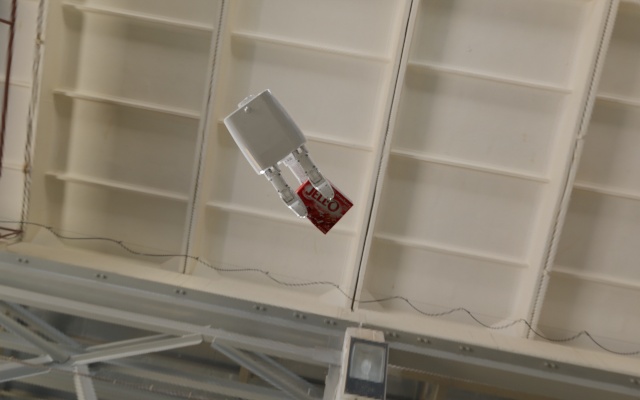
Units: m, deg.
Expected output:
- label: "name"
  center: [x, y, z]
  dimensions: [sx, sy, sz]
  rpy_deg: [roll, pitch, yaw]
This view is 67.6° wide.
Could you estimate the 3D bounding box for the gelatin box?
- label: "gelatin box"
  center: [0.000, 0.003, 0.819]
  dimensions: [0.089, 0.073, 0.030]
  rpy_deg: [41, 10, -10]
